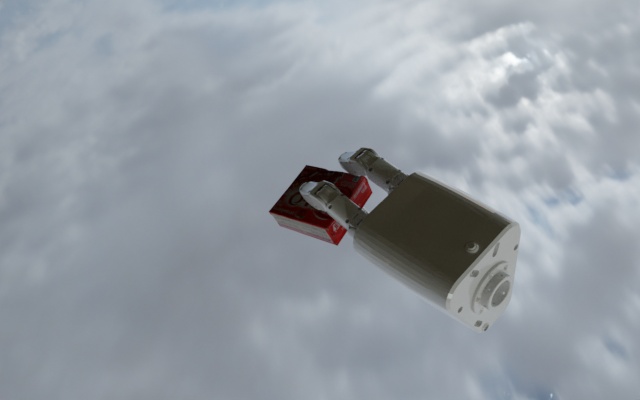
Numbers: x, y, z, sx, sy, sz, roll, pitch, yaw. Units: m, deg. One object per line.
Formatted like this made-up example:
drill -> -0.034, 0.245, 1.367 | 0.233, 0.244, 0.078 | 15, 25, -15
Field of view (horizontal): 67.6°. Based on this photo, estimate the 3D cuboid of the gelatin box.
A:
gelatin box -> 0.000, 0.002, 0.509 | 0.089, 0.073, 0.030 | 15, -32, 42
